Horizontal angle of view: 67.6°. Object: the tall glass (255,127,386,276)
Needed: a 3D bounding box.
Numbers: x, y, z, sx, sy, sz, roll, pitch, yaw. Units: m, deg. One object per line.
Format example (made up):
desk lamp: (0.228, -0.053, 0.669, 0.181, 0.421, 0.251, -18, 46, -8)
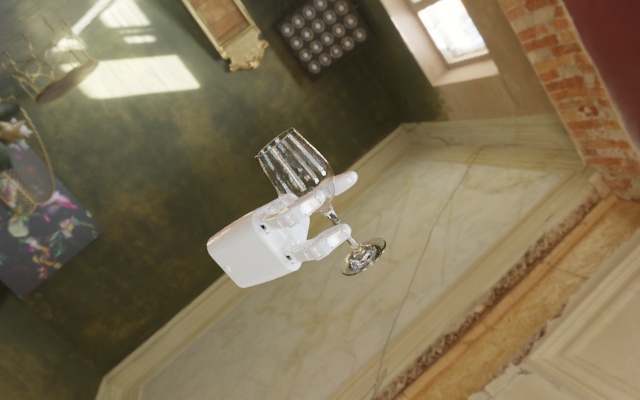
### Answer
tall glass: (0.001, 0.002, 0.629, 0.079, 0.201, 0.079, -34, 17, 12)
